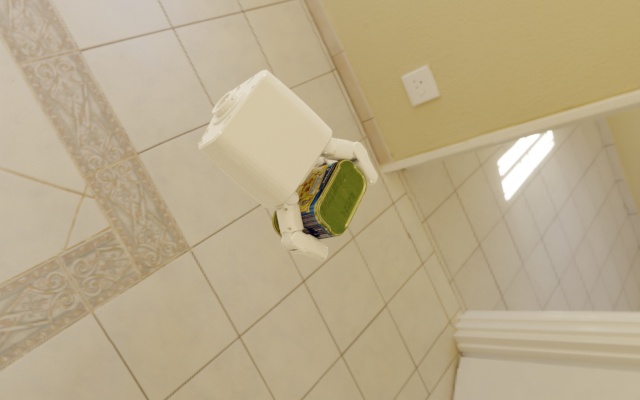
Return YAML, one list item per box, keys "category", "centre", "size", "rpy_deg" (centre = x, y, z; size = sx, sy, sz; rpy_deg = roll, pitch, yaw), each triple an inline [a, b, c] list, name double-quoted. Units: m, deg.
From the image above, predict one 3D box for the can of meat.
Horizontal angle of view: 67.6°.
- category: "can of meat"
  centre: [0.000, 0.002, 0.587]
  size: [0.057, 0.102, 0.084]
  rpy_deg: [44, -35, -25]
